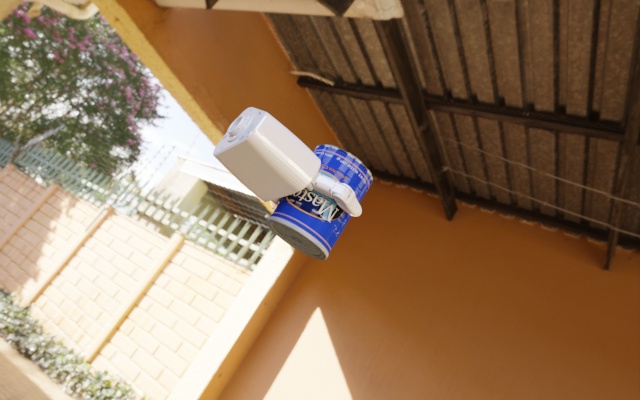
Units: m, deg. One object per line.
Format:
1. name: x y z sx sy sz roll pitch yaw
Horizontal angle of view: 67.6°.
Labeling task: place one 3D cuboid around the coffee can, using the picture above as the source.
1. coffee can: 0.000 0.003 0.711 0.103 0.140 0.103 29 -19 11
